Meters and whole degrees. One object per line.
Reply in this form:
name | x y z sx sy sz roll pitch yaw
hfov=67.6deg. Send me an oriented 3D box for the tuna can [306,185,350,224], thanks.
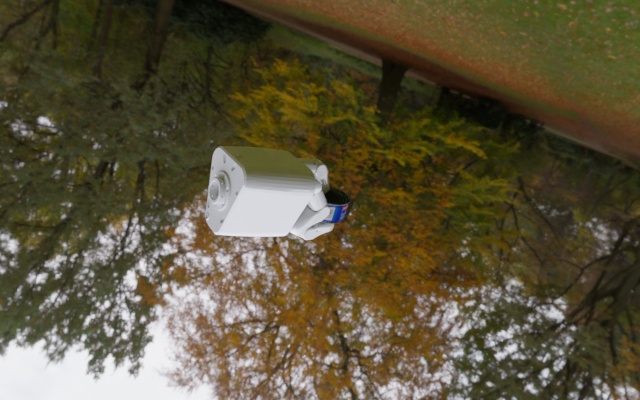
tuna can | 0.000 0.003 0.737 0.086 0.034 0.086 14 20 -5
